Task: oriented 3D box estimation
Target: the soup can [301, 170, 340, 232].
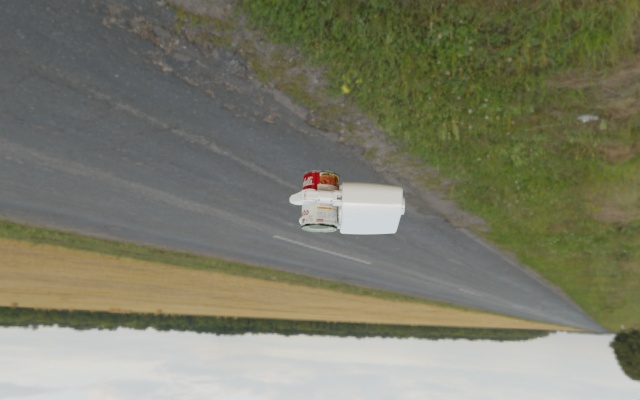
[{"bbox_3d":[0.000,0.003,0.878,0.068,0.102,0.068,2,-14,1],"label":"soup can"}]
